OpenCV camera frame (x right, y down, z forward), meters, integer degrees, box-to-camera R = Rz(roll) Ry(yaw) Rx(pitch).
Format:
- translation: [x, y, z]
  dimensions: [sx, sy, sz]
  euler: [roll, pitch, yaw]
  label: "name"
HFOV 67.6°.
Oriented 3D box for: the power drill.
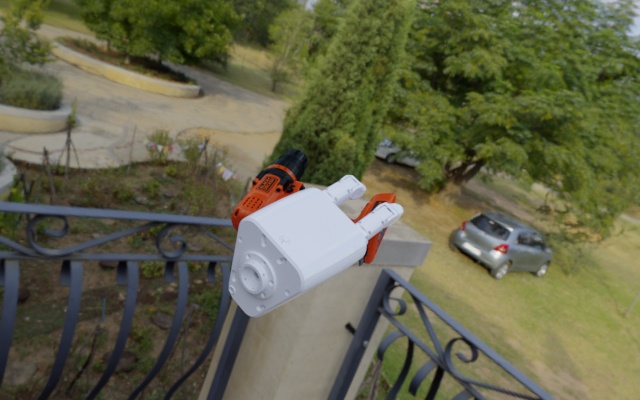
- translation: [0.000, 0.002, 0.636]
  dimensions: [0.187, 0.057, 0.184]
  euler: [16, 40, 14]
  label: "power drill"
